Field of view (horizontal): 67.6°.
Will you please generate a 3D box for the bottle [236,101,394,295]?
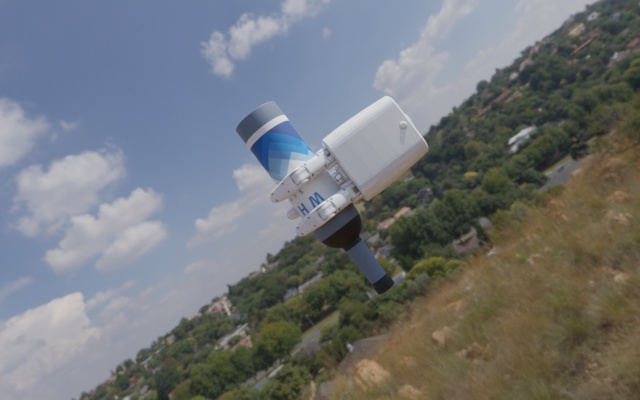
[{"bbox_3d":[0.000,0.002,0.649,0.069,0.295,0.069,-37,-2,-1],"label":"bottle"}]
